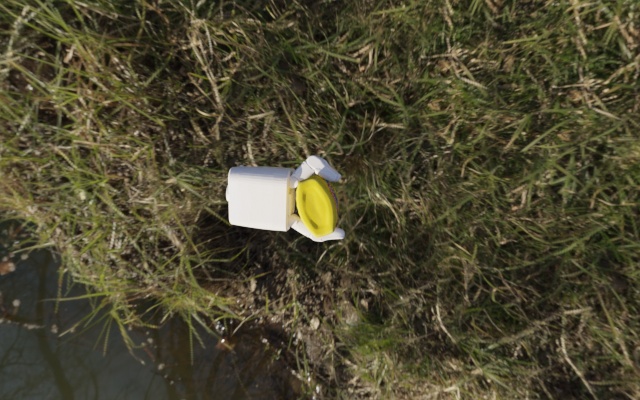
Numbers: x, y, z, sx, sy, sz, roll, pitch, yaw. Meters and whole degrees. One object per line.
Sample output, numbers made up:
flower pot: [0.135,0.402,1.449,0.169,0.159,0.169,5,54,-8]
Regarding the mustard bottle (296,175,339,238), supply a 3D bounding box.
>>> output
mustard bottle: [0.000,0.003,0.840,0.058,0.096,0.191,-19,4,6]
